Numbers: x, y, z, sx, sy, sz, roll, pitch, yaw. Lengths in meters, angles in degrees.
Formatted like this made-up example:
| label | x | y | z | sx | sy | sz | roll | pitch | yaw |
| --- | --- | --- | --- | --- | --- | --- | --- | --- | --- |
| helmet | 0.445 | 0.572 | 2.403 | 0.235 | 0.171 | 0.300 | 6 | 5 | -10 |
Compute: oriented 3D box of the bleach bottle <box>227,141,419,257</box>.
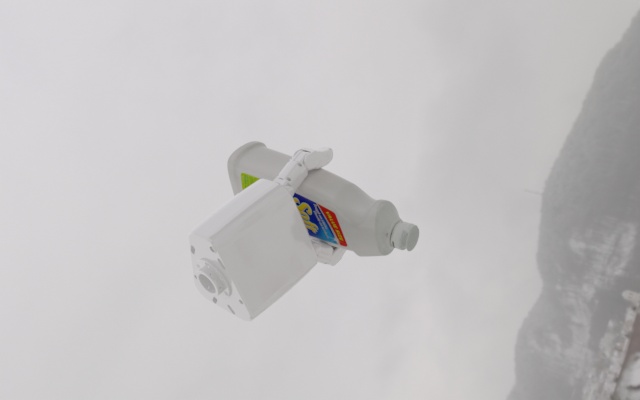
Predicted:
| label | x | y | z | sx | sy | sz | roll | pitch | yaw |
| --- | --- | --- | --- | --- | --- | --- | --- | --- | --- |
| bleach bottle | 0.000 | 0.002 | 0.575 | 0.251 | 0.103 | 0.068 | 18 | 41 | 35 |
